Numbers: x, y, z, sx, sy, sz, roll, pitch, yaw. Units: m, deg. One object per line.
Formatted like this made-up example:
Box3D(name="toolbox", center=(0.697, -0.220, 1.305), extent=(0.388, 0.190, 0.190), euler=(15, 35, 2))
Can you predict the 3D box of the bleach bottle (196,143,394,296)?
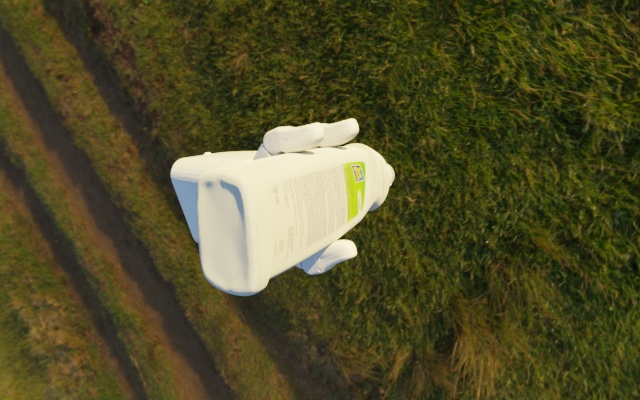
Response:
Box3D(name="bleach bottle", center=(0.000, 0.001, 0.459), extent=(0.068, 0.102, 0.251), euler=(8, 15, 36))
